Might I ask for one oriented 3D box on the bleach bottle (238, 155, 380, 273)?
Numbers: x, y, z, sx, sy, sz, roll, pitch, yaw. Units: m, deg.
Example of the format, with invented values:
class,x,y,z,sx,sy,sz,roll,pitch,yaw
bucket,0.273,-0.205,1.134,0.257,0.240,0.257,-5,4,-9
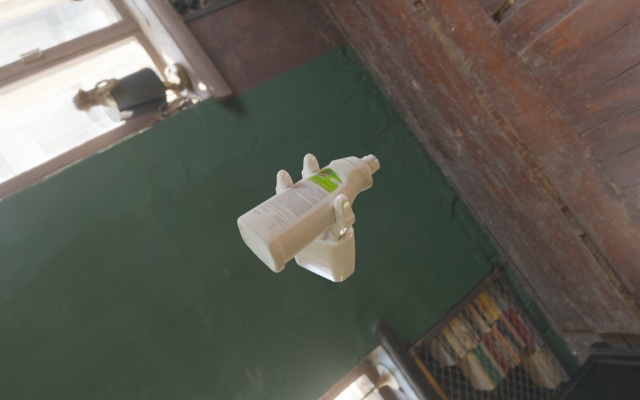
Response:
class,x,y,z,sx,sy,sz,roll,pitch,yaw
bleach bottle,0.000,0.002,0.749,0.250,0.068,0.102,-34,49,-24
